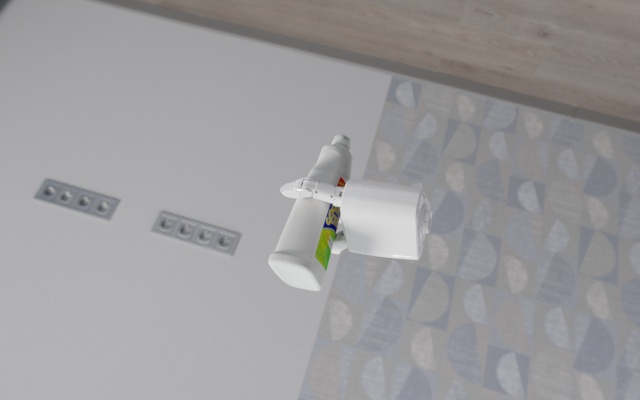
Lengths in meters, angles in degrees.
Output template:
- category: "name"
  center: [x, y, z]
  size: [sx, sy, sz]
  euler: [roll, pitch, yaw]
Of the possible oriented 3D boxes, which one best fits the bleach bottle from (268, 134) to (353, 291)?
- category: "bleach bottle"
  center: [0.000, 0.002, 0.724]
  size: [0.068, 0.250, 0.103]
  euler: [7, -28, 20]
